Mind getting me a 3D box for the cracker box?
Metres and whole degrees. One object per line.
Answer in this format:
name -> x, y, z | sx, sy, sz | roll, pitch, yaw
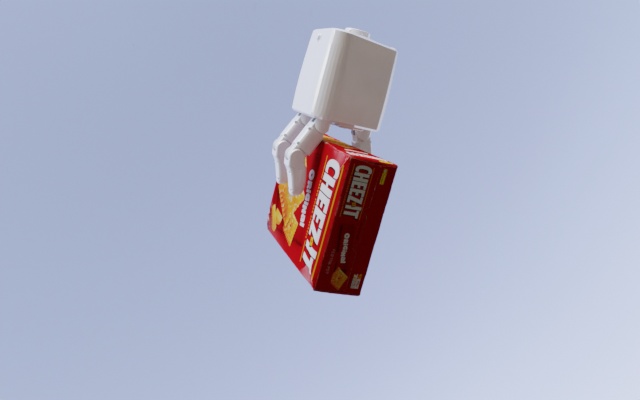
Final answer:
cracker box -> 0.000, 0.002, 0.629 | 0.072, 0.164, 0.213 | 9, 13, -24
